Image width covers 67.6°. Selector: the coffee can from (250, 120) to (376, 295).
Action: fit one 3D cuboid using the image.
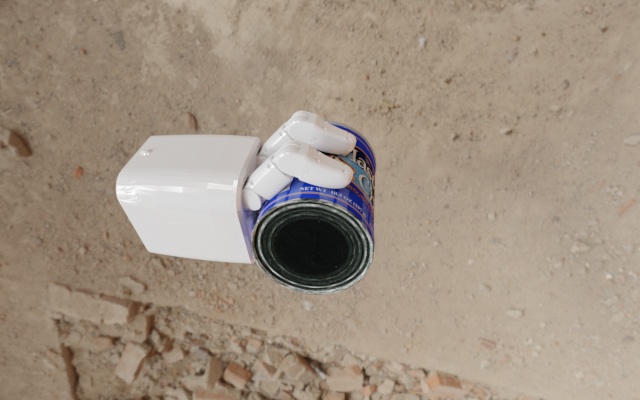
[{"bbox_3d":[0.000,0.001,0.448,0.103,0.103,0.140,0,35,7],"label":"coffee can"}]
